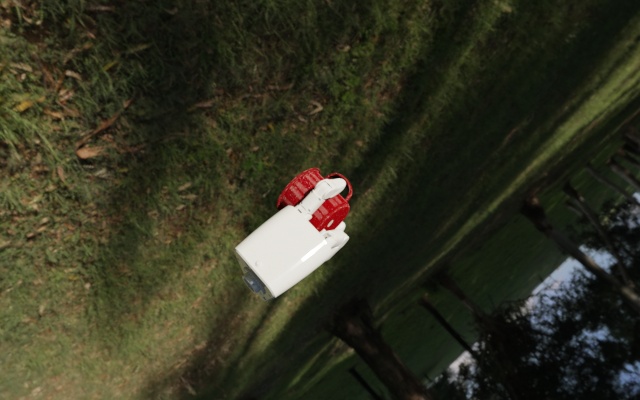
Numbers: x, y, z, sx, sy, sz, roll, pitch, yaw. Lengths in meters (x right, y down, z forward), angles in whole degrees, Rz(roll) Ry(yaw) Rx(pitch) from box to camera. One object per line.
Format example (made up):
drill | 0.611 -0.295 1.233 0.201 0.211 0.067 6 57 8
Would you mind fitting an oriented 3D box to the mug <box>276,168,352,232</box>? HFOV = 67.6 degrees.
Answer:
mug | 0.001 0.002 0.761 0.117 0.081 0.093 -37 -20 -20
